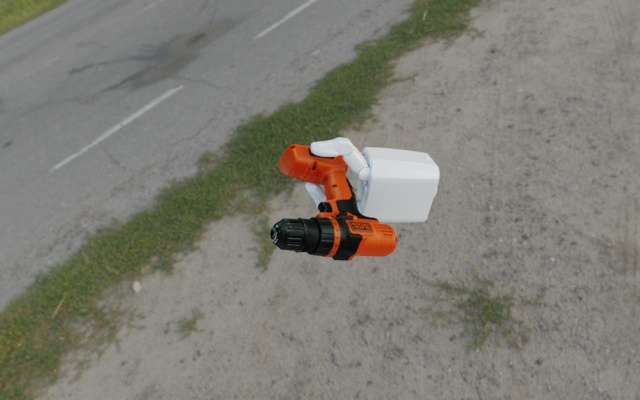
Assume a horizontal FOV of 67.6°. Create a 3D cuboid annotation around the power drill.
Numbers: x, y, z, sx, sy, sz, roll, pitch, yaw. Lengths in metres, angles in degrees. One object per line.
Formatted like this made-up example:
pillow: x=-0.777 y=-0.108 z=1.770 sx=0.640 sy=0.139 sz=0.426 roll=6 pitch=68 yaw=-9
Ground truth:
power drill: x=0.000 y=0.002 z=0.671 sx=0.184 sy=0.187 sz=0.057 roll=8 pitch=-48 yaw=-31
